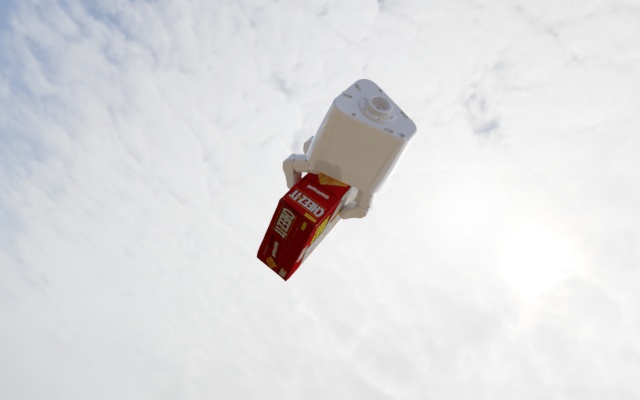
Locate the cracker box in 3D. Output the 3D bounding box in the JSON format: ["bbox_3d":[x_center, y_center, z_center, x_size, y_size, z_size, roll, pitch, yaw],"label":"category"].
[{"bbox_3d":[0.000,0.002,0.753,0.213,0.072,0.164,-46,-11,-40],"label":"cracker box"}]
